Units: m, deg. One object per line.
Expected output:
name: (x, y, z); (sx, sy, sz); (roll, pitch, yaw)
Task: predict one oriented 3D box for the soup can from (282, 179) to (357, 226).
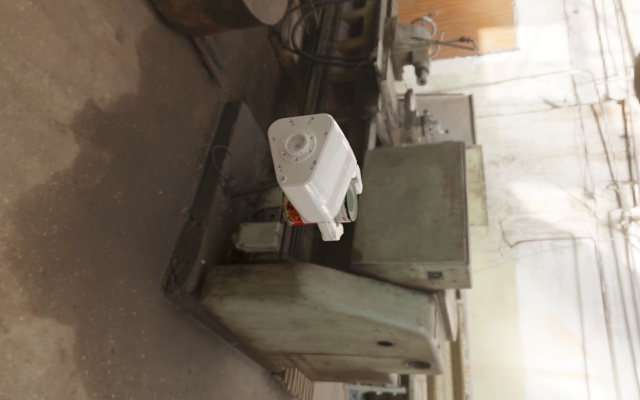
soup can: (0.001, 0.003, 0.740); (0.102, 0.068, 0.068); (-4, -1, 17)
